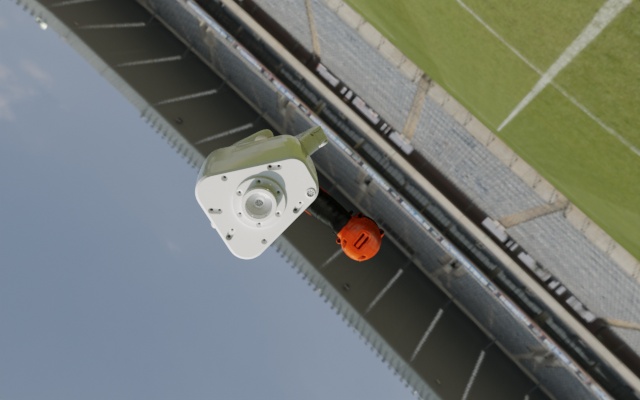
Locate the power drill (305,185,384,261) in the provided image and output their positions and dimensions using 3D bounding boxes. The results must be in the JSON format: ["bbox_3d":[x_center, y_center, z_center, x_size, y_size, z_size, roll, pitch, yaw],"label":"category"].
[{"bbox_3d":[0.000,0.002,0.623,0.187,0.057,0.184,38,1,2],"label":"power drill"}]
